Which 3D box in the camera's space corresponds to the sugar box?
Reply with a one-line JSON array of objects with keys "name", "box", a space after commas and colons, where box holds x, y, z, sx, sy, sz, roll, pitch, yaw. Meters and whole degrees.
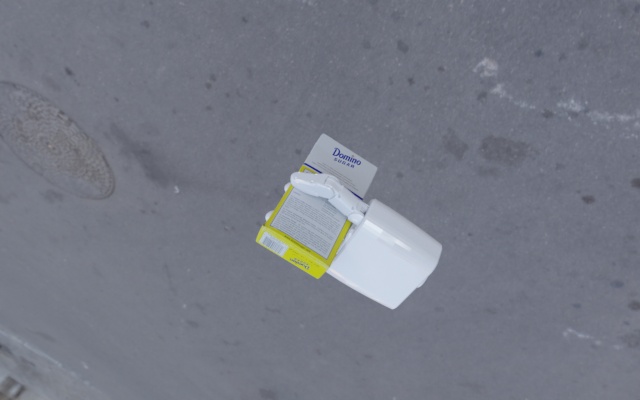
[{"name": "sugar box", "box": [0.000, 0.002, 0.615, 0.093, 0.176, 0.048, 33, -38, -3]}]
